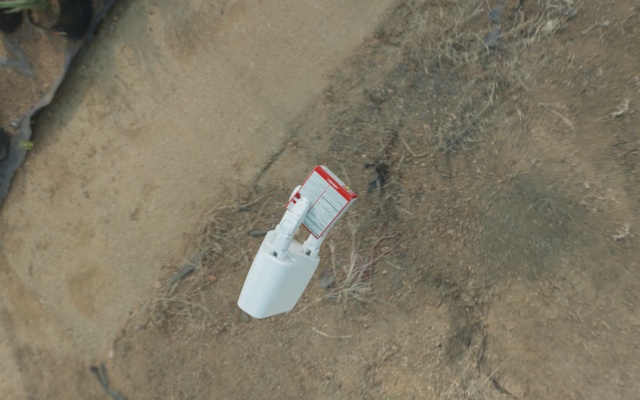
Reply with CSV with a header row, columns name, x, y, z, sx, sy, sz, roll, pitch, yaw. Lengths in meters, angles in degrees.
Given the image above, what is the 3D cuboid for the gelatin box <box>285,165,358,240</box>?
name,x,y,z,sx,sy,sz,roll,pitch,yaw
gelatin box,0.000,0.002,0.722,0.073,0.089,0.030,44,23,12
